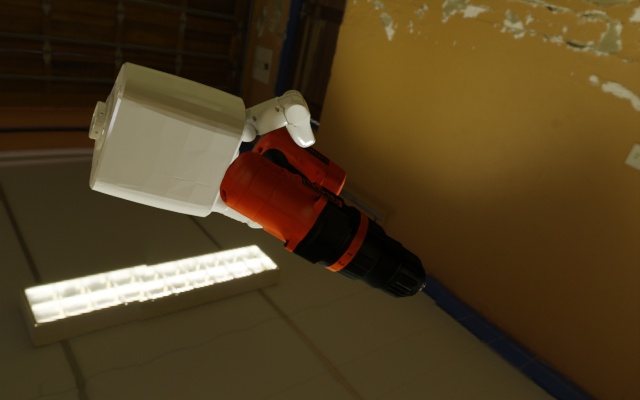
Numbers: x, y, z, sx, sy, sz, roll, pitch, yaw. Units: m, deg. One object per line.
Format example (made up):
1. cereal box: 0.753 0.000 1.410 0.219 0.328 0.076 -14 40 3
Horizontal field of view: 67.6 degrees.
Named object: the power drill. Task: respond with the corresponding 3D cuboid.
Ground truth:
1. power drill: 0.000 0.001 0.437 0.184 0.057 0.187 33 11 -17
